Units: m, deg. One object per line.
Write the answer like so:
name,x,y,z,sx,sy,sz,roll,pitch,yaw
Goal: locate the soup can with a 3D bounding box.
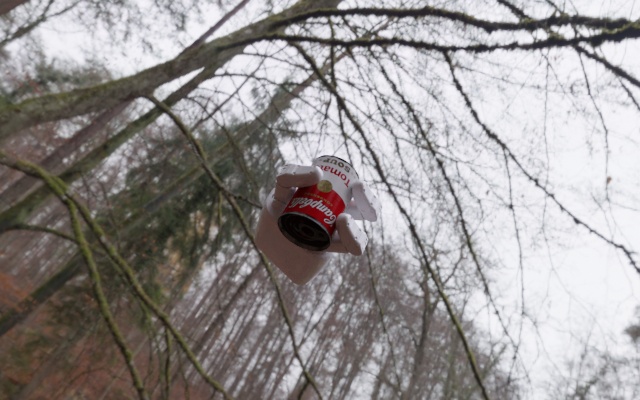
soup can,0.000,0.001,0.585,0.068,0.102,0.069,18,-36,14
